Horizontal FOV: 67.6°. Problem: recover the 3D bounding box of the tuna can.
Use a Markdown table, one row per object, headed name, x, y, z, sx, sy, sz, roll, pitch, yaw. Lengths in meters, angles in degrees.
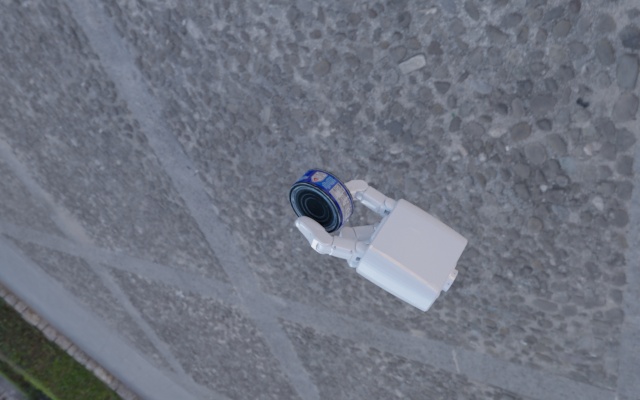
| name | x | y | z | sx | sy | sz | roll | pitch | yaw |
| --- | --- | --- | --- | --- | --- | --- | --- | --- | --- |
| tuna can | 0.000 | 0.002 | 0.637 | 0.086 | 0.086 | 0.033 | 0 | 35 | 43 |
